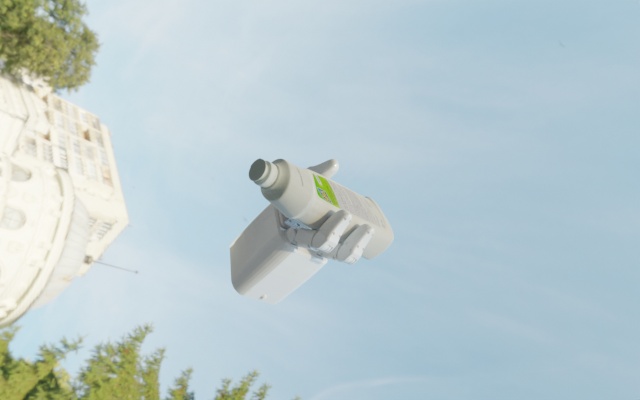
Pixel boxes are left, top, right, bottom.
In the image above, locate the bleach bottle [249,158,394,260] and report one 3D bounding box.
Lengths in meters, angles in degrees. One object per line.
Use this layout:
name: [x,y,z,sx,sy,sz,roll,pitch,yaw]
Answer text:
bleach bottle: [0.000,0.002,0.644,0.068,0.102,0.251,-43,-42,16]
